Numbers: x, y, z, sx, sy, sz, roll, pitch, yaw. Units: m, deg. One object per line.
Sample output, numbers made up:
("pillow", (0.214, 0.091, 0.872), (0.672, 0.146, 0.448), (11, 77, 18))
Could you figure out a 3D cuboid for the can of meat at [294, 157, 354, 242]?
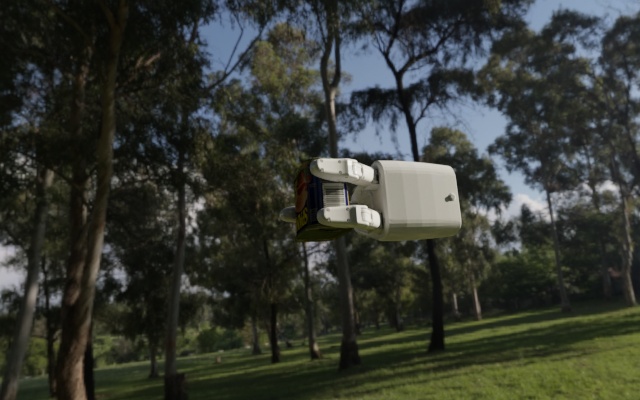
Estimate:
("can of meat", (0.000, 0.002, 0.583), (0.057, 0.084, 0.102), (-1, -13, -14))
